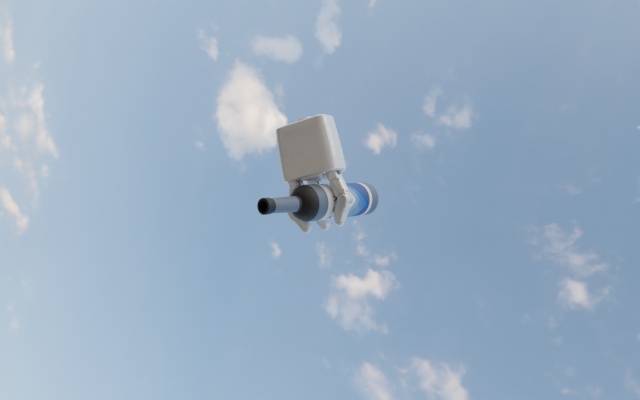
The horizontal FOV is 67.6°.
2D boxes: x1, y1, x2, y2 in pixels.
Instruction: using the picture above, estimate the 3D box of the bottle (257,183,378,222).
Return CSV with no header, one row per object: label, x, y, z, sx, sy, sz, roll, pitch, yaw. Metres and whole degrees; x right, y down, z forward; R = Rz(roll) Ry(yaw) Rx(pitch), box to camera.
bottle,0.000,0.003,0.876,0.069,0.069,0.295,0,3,39
